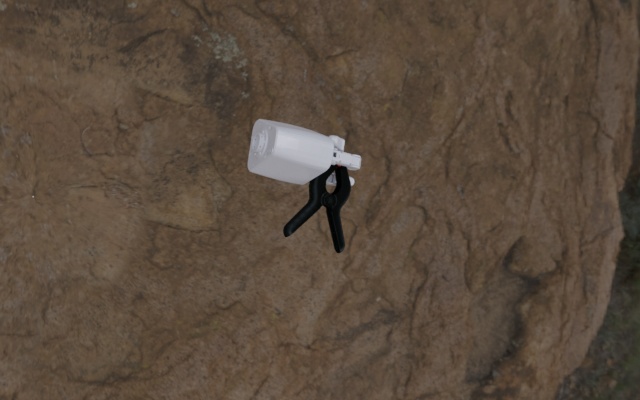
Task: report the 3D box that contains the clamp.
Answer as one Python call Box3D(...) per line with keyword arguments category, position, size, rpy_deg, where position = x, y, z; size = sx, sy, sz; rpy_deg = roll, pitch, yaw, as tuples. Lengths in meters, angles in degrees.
Box3D(category="clamp", position=(0.001, 0.003, 0.843), size=(0.120, 0.171, 0.039), rpy_deg=(10, -5, -31))
